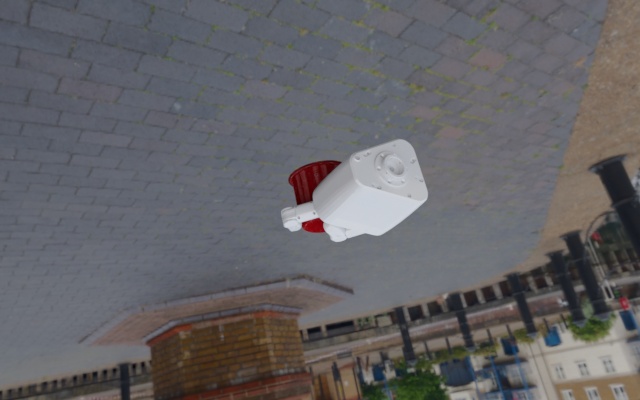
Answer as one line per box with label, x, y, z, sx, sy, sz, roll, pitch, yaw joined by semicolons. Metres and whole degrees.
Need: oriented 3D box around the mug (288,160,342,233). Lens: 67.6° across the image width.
mug;0.000;0.003;0.720;0.093;0.081;0.117;-2;-24;-26
